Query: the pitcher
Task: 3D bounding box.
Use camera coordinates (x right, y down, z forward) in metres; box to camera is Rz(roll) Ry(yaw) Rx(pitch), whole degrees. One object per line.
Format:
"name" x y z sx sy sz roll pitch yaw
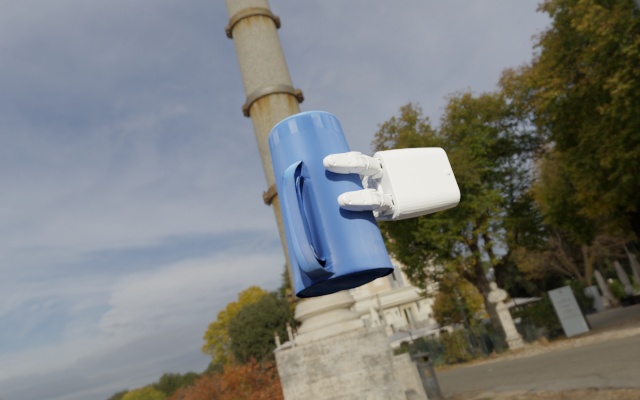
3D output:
"pitcher" 0.000 0.002 0.649 0.145 0.242 0.149 -8 -20 -21
